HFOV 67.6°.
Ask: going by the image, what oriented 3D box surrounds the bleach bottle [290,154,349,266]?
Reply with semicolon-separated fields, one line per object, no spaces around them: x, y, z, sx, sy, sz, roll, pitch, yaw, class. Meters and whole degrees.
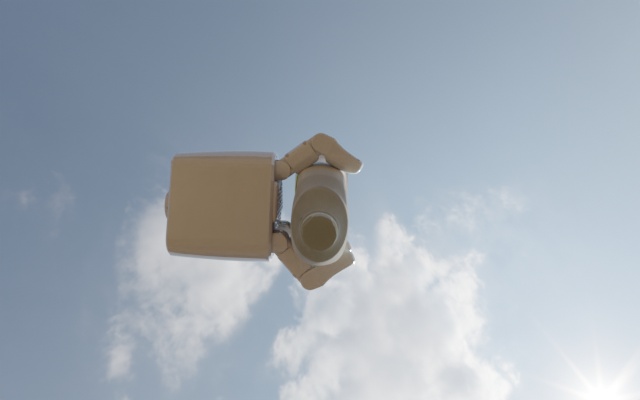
0.000;0.002;0.503;0.068;0.102;0.251;2;8;0;bleach bottle
